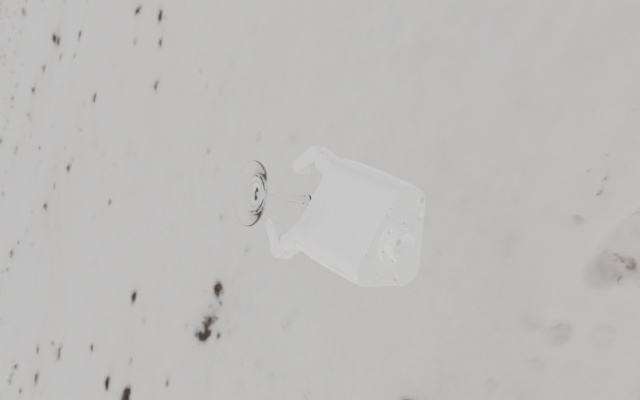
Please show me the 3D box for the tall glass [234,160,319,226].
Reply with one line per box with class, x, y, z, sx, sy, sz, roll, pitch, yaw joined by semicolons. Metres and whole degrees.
tall glass;-0.001;0.002;0.592;0.201;0.079;0.079;7;-4;-38
